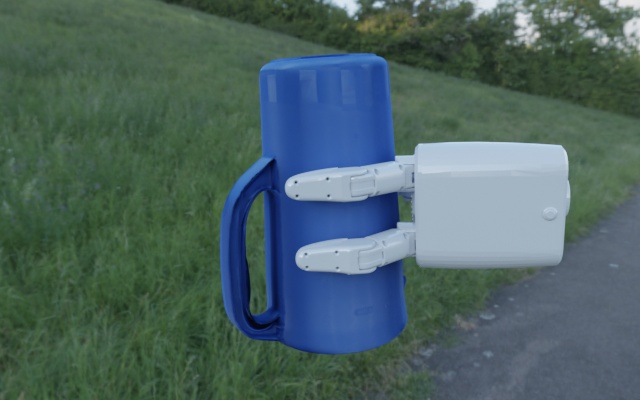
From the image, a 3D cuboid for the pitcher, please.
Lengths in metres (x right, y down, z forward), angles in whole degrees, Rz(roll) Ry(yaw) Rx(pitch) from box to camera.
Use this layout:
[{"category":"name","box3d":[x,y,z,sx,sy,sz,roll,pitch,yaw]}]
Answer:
[{"category":"pitcher","box3d":[0.000,0.001,0.419,0.145,0.243,0.149,0,14,14]}]
